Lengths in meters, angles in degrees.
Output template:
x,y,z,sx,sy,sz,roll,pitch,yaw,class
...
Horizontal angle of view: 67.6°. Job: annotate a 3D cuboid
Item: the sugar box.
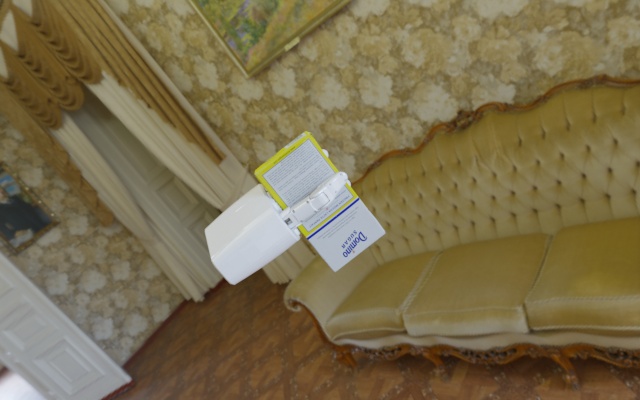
x,y,z,sx,sy,sz,roll,pitch,yaw,class
0.000,0.002,0.657,0.093,0.176,0.048,-37,15,1,sugar box
